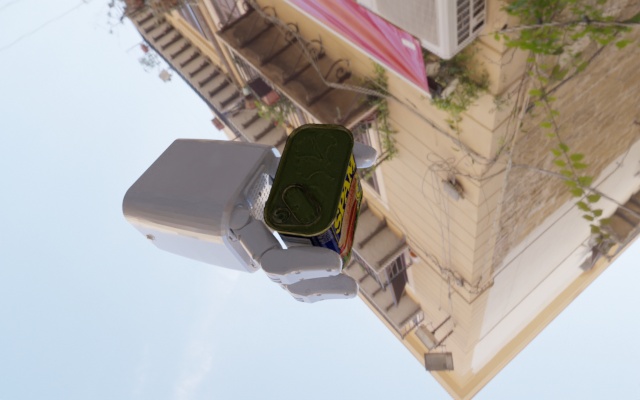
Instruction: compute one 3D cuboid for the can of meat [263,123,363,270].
[{"bbox_3d":[0.000,0.001,0.404,0.057,0.102,0.084,6,-29,17],"label":"can of meat"}]
